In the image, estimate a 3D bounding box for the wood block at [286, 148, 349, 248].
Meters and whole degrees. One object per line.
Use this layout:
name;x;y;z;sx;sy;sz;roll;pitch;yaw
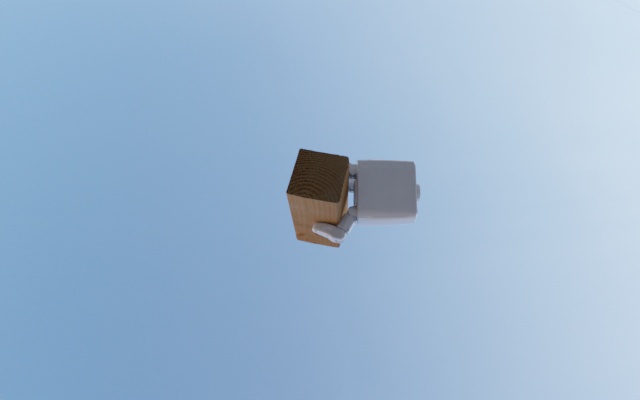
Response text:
wood block;0.000;0.003;0.873;0.090;0.090;0.206;11;-25;8
